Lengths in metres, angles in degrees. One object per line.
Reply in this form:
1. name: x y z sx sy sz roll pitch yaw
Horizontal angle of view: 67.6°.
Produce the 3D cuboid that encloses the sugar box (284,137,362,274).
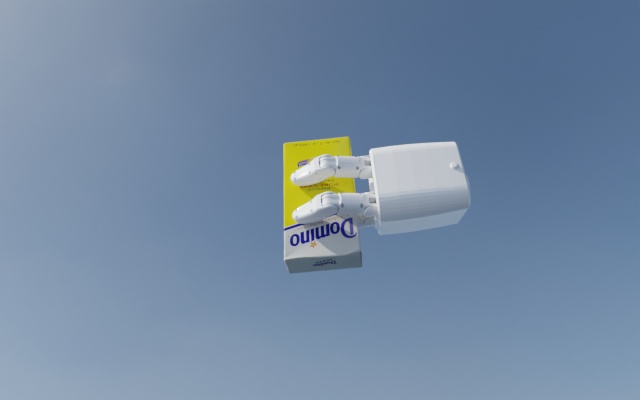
1. sugar box: 0.000 0.002 0.611 0.093 0.176 0.048 -6 -35 4
